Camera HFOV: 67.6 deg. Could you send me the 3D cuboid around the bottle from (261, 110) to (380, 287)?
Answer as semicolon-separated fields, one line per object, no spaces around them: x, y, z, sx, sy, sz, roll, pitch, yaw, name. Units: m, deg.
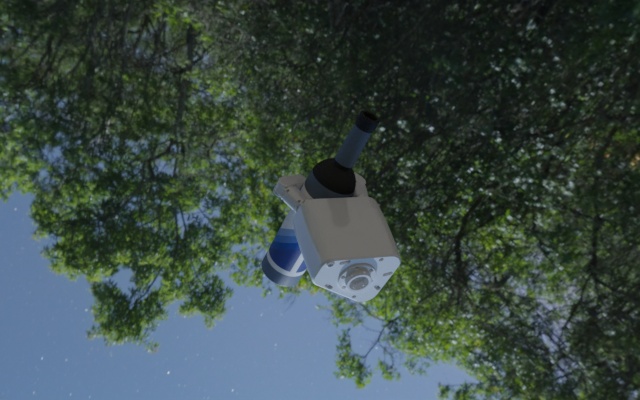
0.000;0.002;0.677;0.069;0.296;0.069;21;33;-14;bottle
